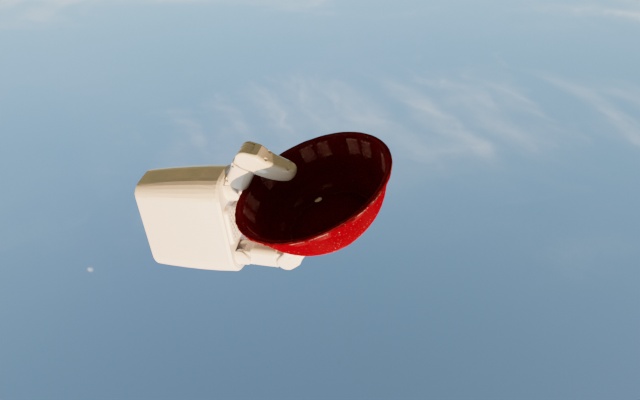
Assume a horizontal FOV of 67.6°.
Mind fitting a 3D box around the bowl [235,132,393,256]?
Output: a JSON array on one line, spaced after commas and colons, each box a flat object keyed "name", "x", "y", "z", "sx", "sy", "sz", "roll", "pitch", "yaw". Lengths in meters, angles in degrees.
[{"name": "bowl", "x": 0.001, "y": 0.002, "z": 0.468, "sx": 0.162, "sy": 0.055, "sz": 0.162, "roll": -18, "pitch": 36, "yaw": 14}]
